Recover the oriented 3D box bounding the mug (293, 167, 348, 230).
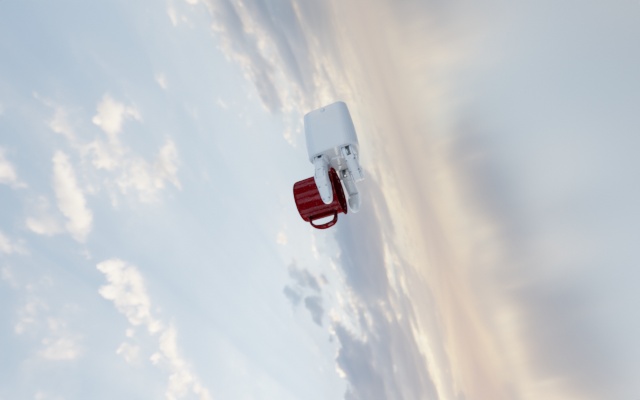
[{"bbox_3d":[0.000,0.004,0.898,0.081,0.117,0.093,-17,-32,12],"label":"mug"}]
